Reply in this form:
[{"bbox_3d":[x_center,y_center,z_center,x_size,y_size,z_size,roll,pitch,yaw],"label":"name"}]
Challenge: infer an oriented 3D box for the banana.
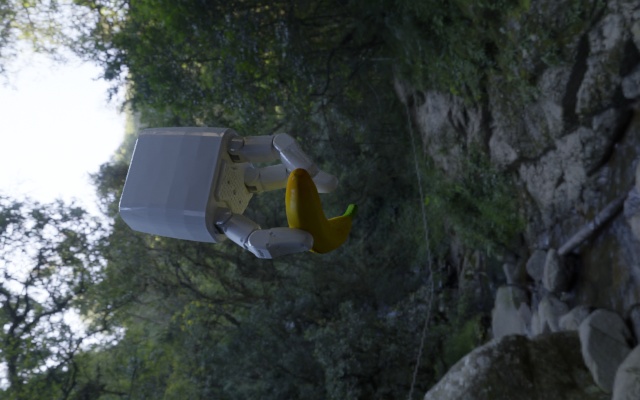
[{"bbox_3d":[-0.002,0.020,0.503,0.037,0.069,0.198,7,-8,18],"label":"banana"}]
